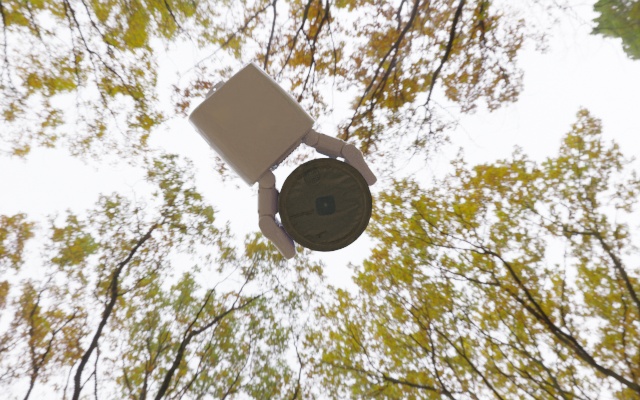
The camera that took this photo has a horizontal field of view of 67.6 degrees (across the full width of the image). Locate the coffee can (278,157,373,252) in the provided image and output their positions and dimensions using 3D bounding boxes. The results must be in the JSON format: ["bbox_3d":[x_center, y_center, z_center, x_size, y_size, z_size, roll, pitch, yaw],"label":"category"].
[{"bbox_3d":[0.000,0.002,0.581,0.103,0.103,0.140,0,3,-5],"label":"coffee can"}]
